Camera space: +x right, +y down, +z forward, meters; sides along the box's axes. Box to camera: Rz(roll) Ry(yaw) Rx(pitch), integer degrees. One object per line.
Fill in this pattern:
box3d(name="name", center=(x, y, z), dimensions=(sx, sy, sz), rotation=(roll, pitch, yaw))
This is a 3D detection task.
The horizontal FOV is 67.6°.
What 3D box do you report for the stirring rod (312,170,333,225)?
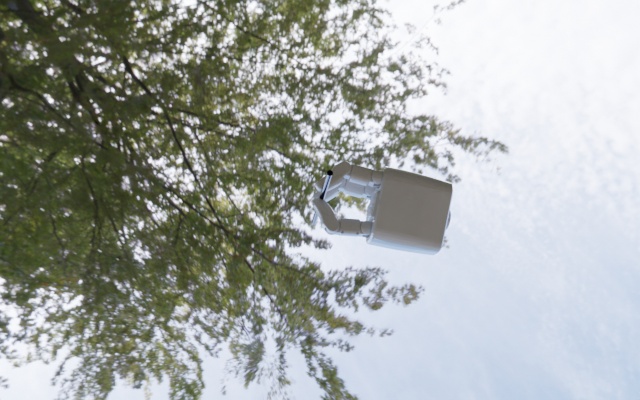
box3d(name="stirring rod", center=(0.000, 0.002, 0.725), dimensions=(0.011, 0.011, 0.240), rotation=(0, -18, -6))
